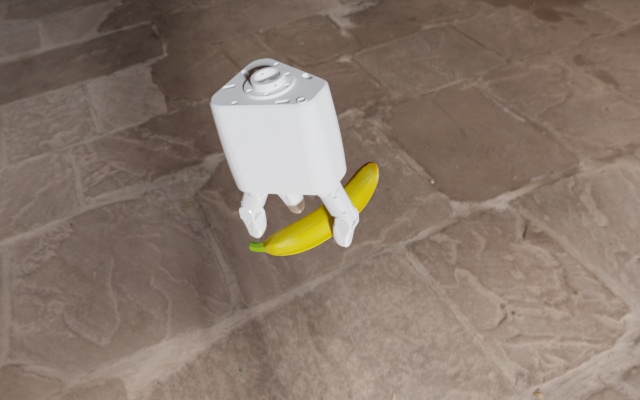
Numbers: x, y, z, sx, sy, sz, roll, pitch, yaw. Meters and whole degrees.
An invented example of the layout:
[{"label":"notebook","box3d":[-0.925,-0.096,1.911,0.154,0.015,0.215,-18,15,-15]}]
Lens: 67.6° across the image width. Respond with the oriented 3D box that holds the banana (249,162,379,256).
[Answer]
[{"label":"banana","box3d":[0.008,0.012,0.579,0.198,0.037,0.069,-33,43,-17]}]
